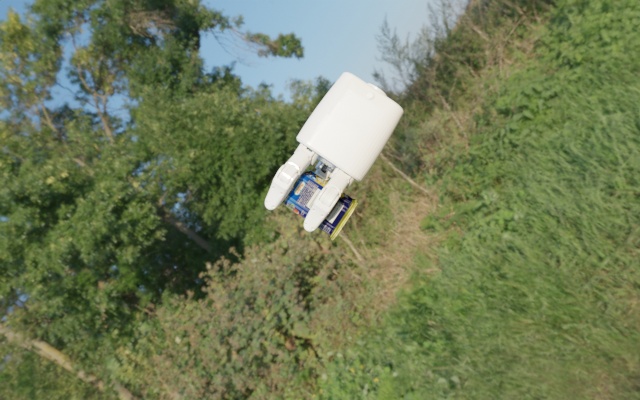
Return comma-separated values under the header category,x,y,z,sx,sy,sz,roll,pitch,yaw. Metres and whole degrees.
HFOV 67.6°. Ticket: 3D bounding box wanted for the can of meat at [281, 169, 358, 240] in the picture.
category,x,y,z,sx,sy,sz,roll,pitch,yaw
can of meat,0.000,0.002,0.638,0.084,0.057,0.102,34,6,2
